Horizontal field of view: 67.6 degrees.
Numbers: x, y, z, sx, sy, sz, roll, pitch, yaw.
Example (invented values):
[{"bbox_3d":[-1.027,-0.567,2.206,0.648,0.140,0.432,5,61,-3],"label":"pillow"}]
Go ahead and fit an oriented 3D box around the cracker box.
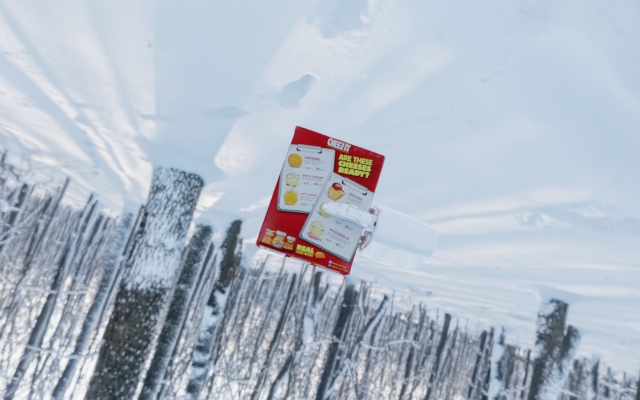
[{"bbox_3d":[0.000,0.003,0.819,0.164,0.213,0.072,19,-11,-4],"label":"cracker box"}]
